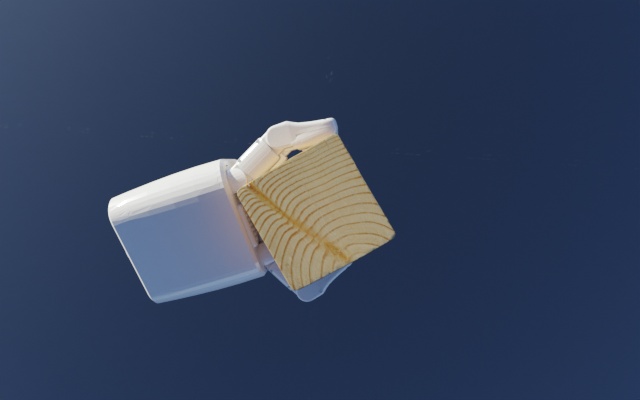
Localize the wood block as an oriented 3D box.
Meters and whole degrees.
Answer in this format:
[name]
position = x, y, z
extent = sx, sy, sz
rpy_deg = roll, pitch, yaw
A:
[wood block]
position = 0.000, 0.002, 0.453
extent = 0.090, 0.091, 0.206
rpy_deg = -29, 3, 4
